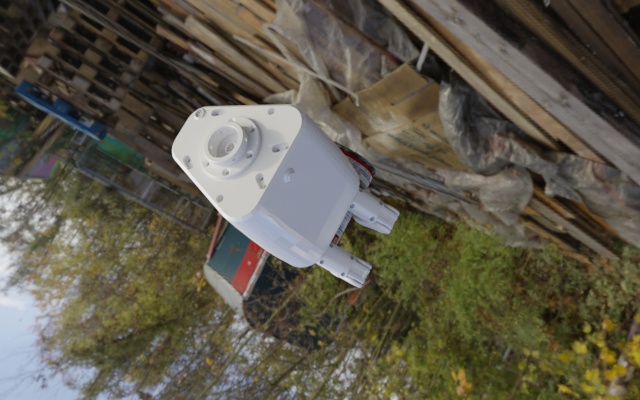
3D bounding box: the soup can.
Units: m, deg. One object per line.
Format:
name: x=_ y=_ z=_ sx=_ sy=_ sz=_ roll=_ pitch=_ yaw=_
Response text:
soup can: x=0.000 y=0.002 z=0.456 sx=0.068 sy=0.102 sz=0.068 roll=28 pitch=-9 yaw=5
